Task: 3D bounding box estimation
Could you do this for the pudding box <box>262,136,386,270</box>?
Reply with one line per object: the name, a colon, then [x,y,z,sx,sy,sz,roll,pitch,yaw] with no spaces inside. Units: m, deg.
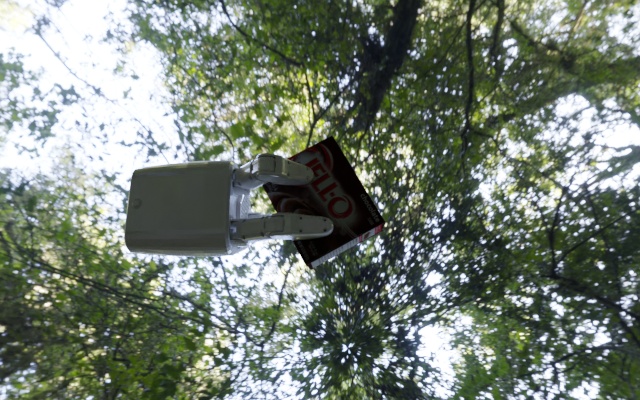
pudding box: [0.000,0.002,0.493,0.090,0.113,0.039,-28,-17,-5]
